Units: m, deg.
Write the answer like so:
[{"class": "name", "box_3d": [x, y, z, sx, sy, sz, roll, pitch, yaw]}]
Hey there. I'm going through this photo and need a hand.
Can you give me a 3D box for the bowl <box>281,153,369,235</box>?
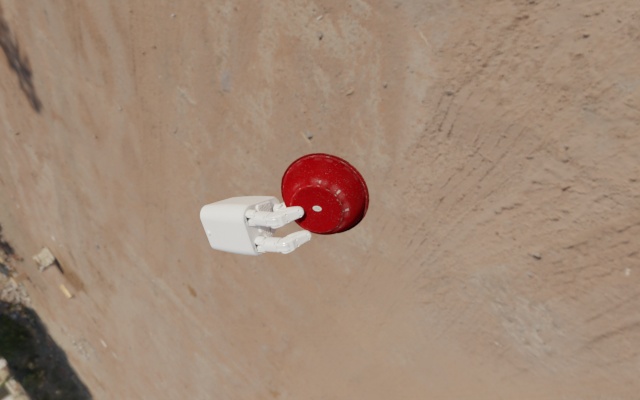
[{"class": "bowl", "box_3d": [0.001, 0.003, 0.819, 0.162, 0.162, 0.055, 0, 29, 17]}]
